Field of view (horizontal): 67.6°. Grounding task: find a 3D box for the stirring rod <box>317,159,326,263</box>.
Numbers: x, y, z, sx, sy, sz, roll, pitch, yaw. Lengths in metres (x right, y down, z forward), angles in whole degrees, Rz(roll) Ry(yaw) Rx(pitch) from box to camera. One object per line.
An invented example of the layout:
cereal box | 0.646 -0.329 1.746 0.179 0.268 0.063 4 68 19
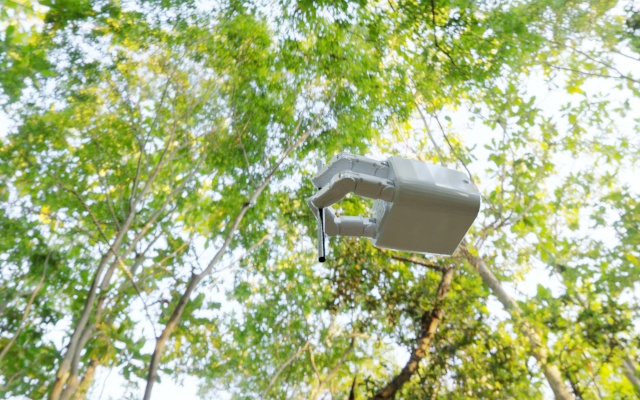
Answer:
stirring rod | 0.000 0.002 0.586 0.011 0.011 0.239 0 29 -1
